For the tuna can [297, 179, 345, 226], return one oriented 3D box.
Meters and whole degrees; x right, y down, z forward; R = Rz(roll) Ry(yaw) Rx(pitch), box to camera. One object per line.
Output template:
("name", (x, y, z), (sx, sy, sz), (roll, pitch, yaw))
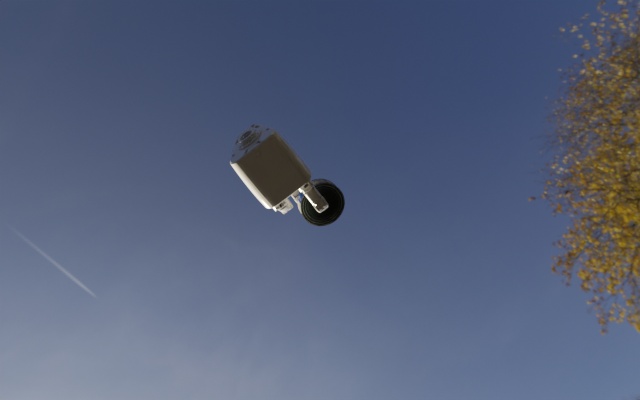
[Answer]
("tuna can", (0.000, 0.003, 0.900), (0.086, 0.086, 0.033), (0, 21, -17))
